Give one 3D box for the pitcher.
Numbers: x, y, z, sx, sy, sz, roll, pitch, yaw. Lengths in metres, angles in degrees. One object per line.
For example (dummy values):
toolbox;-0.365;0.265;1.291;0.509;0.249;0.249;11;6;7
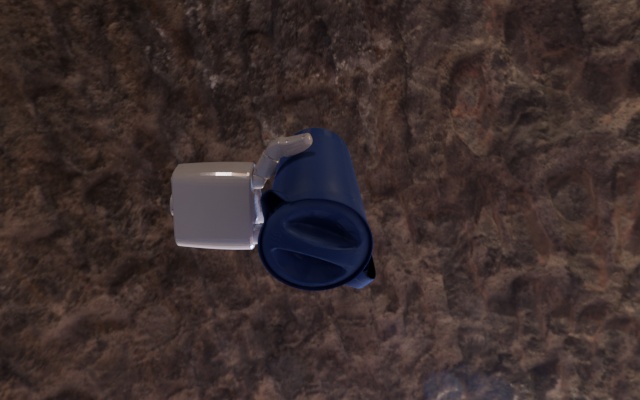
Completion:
pitcher;0.000;0.002;0.648;0.145;0.149;0.242;1;31;-1
